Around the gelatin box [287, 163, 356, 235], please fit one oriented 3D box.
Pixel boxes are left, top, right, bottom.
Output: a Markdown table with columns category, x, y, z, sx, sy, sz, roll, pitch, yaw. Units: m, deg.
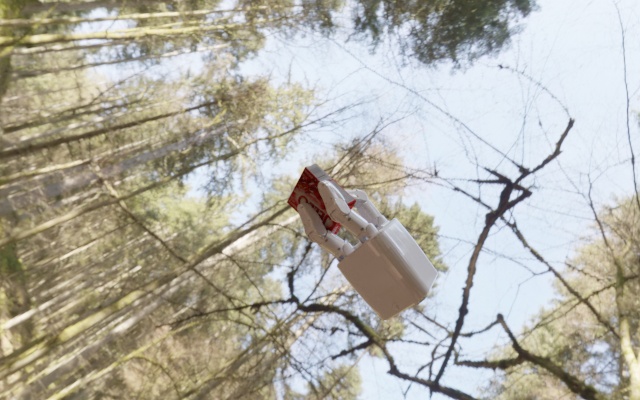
| category | x | y | z | sx | sy | sz | roll | pitch | yaw |
| --- | --- | --- | --- | --- | --- | --- | --- | --- | --- |
| gelatin box | 0.000 | 0.002 | 0.699 | 0.089 | 0.073 | 0.030 | 44 | 39 | 19 |
